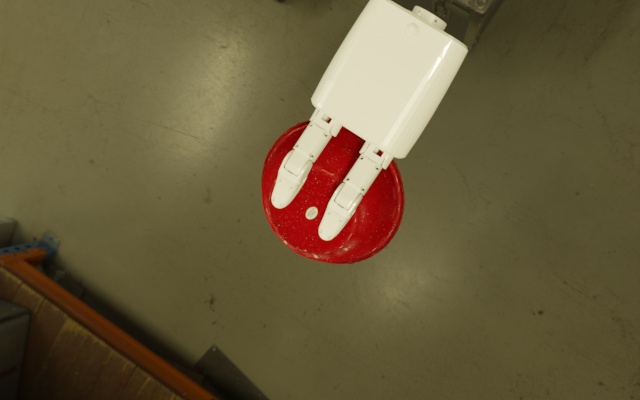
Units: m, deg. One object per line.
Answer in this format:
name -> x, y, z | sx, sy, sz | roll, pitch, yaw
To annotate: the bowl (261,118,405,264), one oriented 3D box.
bowl -> 0.000, 0.003, 0.484 | 0.162, 0.162, 0.055 | 0, 19, 23
